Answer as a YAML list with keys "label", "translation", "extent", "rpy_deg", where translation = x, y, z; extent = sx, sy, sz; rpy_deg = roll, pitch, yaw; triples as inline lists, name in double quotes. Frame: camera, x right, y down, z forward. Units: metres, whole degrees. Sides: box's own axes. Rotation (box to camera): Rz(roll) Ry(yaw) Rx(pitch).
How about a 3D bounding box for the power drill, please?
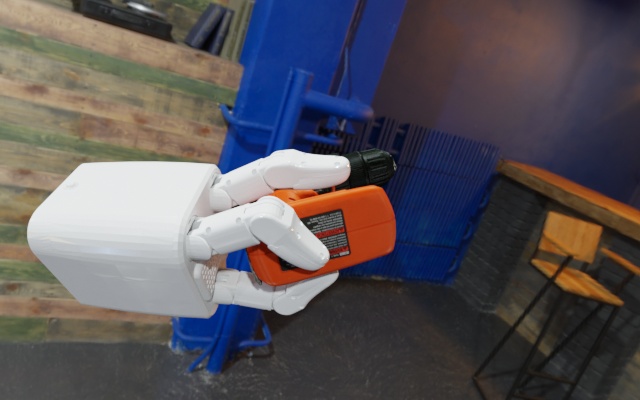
- label: "power drill"
  translation: [0.000, 0.001, 0.415]
  extent: [0.184, 0.057, 0.187]
  rpy_deg: [-16, 14, -7]
